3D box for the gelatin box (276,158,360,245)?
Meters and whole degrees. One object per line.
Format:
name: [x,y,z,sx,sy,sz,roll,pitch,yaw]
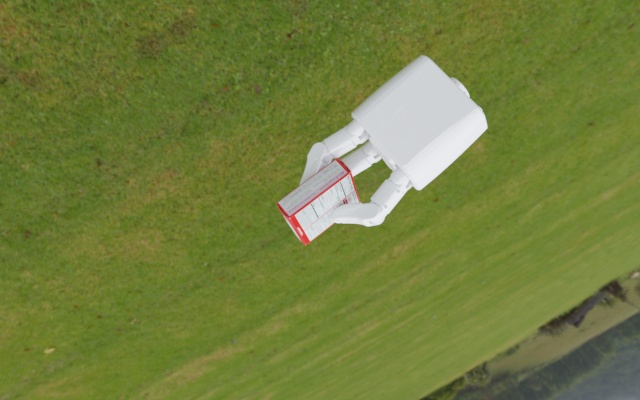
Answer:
gelatin box: [0.000,0.002,0.552,0.089,0.030,0.073,-38,-30,-8]
